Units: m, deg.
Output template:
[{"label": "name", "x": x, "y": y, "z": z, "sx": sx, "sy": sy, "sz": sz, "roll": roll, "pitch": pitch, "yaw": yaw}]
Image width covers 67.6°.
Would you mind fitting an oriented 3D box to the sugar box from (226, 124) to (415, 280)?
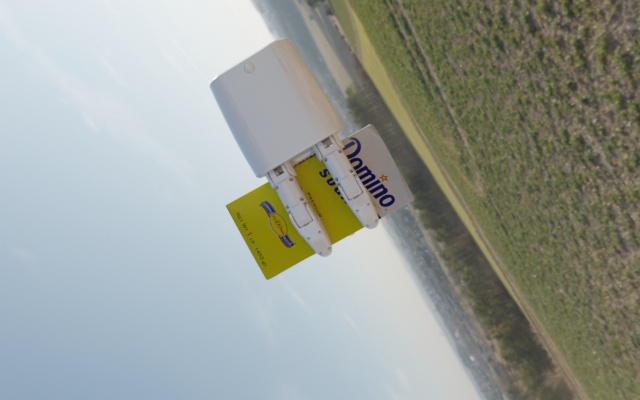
[{"label": "sugar box", "x": 0.000, "y": 0.002, "z": 0.507, "sx": 0.176, "sy": 0.093, "sz": 0.048, "roll": -30, "pitch": 0, "yaw": 5}]
